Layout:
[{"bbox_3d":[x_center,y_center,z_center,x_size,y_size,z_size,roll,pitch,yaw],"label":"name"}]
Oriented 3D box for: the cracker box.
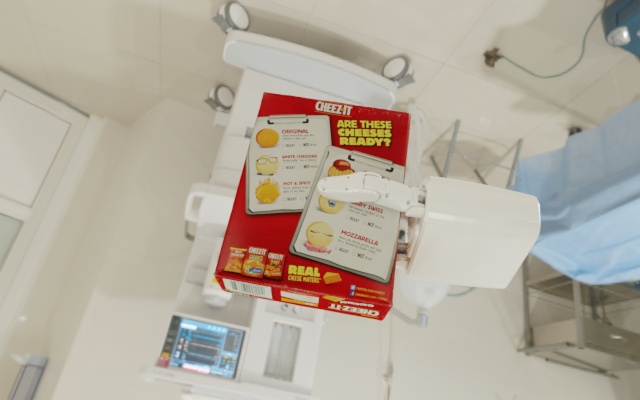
[{"bbox_3d":[0.000,0.002,0.495,0.164,0.213,0.072,9,-27,2],"label":"cracker box"}]
